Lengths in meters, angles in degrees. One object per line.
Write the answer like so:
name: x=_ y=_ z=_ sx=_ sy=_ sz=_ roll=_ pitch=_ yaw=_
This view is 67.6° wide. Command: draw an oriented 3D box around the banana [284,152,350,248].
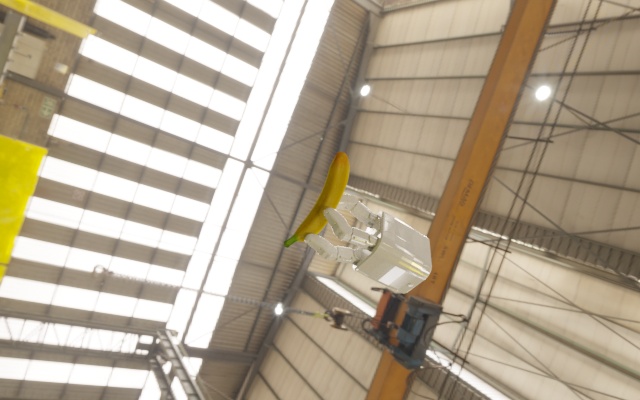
banana: x=0.007 y=0.002 z=0.806 sx=0.037 sy=0.198 sz=0.069 roll=37 pitch=24 yaw=16
